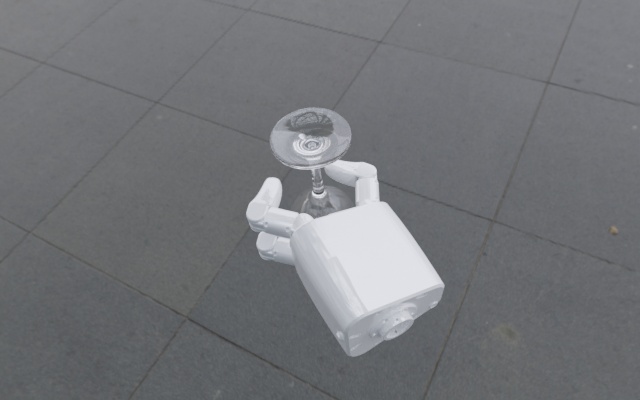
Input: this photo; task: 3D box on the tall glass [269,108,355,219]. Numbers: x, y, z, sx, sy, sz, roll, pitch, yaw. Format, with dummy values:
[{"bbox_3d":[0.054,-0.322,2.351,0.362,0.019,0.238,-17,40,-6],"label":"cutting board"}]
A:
[{"bbox_3d":[0.000,0.001,0.505,0.079,0.079,0.201,0,-36,6],"label":"tall glass"}]
